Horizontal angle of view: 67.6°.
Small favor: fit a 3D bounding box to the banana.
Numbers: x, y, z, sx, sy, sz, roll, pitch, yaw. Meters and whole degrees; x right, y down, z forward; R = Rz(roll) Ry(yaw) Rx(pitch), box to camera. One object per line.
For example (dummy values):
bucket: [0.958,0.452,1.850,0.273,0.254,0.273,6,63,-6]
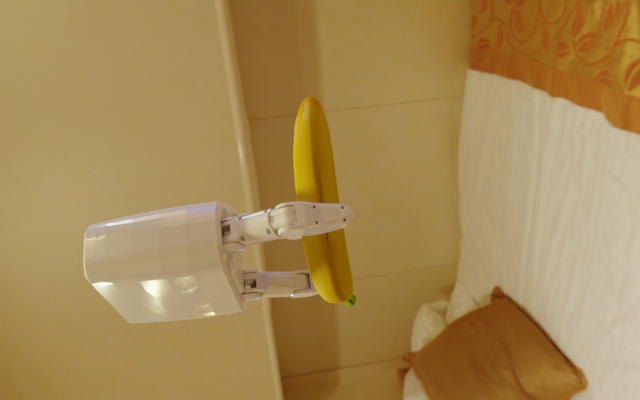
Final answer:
banana: [0.000,0.006,0.414,0.037,0.198,0.069,-9,5,3]
